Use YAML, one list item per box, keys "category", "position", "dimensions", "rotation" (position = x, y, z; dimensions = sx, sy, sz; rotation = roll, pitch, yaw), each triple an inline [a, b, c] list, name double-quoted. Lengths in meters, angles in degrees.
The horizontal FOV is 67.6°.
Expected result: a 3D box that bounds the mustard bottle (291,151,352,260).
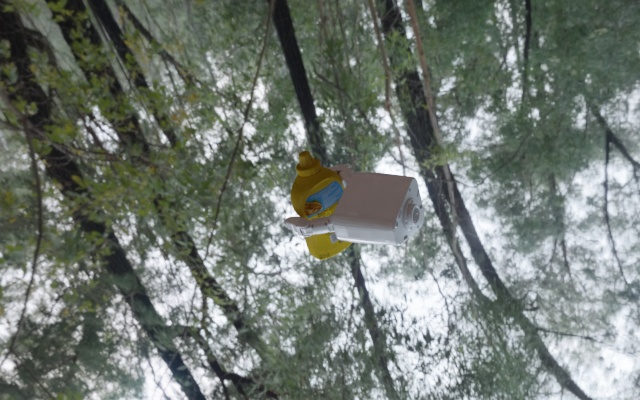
- category: "mustard bottle"
  position: [0.000, 0.003, 0.812]
  dimensions: [0.096, 0.192, 0.058]
  rotation: [-31, 33, -20]
